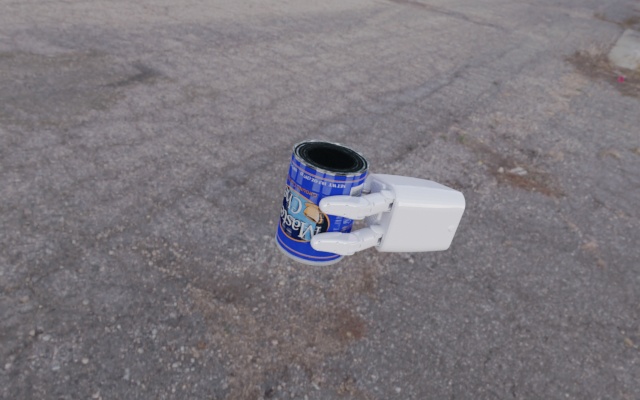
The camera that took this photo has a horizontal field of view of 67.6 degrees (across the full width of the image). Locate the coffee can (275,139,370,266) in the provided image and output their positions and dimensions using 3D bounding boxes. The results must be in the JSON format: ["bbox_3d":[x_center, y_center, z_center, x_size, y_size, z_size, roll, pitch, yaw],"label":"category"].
[{"bbox_3d":[0.000,0.002,0.646,0.103,0.140,0.102,10,28,-6],"label":"coffee can"}]
